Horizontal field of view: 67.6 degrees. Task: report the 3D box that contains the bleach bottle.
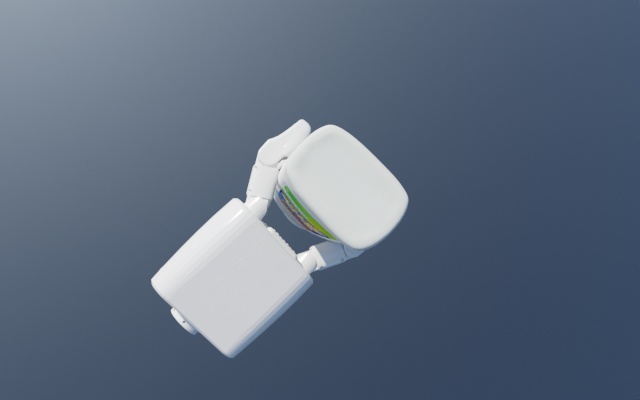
[{"bbox_3d":[0.000,0.001,0.486,0.068,0.102,0.251,-44,2,-11],"label":"bleach bottle"}]
